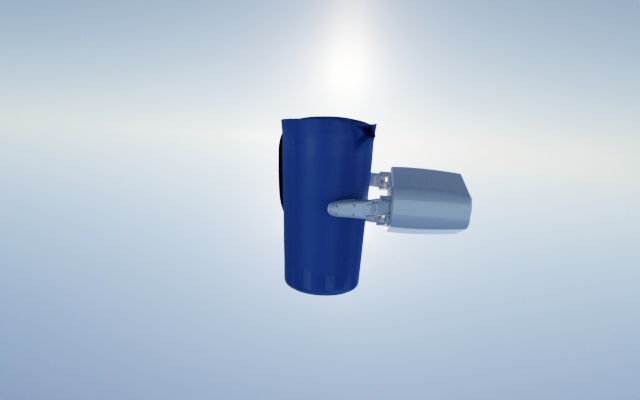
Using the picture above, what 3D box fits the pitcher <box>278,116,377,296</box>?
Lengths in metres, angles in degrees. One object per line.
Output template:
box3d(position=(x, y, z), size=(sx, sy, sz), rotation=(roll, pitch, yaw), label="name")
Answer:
box3d(position=(0.000, 0.002, 0.683), size=(0.145, 0.243, 0.149), rotation=(3, 7, 3), label="pitcher")
